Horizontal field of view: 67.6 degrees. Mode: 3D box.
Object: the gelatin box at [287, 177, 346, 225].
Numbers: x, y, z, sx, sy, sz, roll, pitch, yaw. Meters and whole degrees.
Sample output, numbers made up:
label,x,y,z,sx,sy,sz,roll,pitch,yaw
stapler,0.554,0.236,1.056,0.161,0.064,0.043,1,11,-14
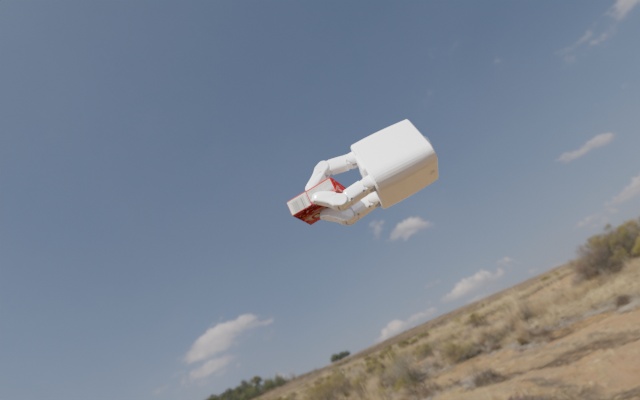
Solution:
label,x,y,z,sx,sy,sz,roll,pitch,yaw
gelatin box,0.000,0.002,0.798,0.089,0.030,0.073,-30,-24,14
